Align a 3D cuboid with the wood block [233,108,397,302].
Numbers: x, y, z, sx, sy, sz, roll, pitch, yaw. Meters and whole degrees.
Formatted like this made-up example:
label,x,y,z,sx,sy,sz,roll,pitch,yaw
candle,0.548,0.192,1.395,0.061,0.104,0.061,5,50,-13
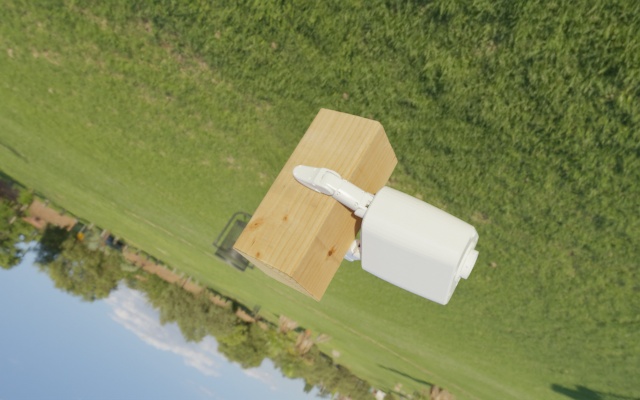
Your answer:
label,x,y,z,sx,sy,sz,roll,pitch,yaw
wood block,0.000,0.002,0.581,0.090,0.206,0.091,21,-19,33
